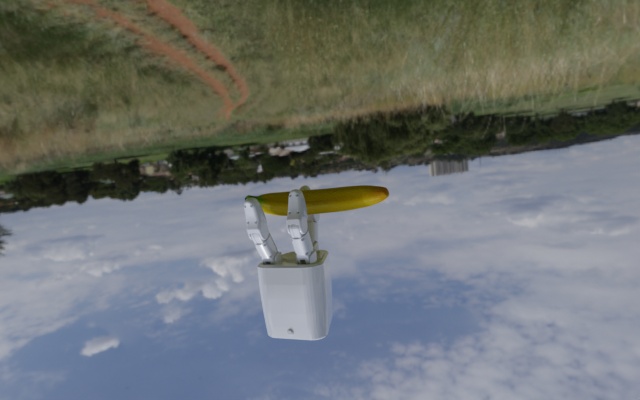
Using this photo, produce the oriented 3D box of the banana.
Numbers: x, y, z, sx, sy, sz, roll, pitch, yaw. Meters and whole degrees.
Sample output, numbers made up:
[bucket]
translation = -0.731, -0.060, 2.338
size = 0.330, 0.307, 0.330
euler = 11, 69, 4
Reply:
[banana]
translation = -0.004, 0.002, 0.682
size = 0.198, 0.037, 0.069
euler = -5, 2, -1
